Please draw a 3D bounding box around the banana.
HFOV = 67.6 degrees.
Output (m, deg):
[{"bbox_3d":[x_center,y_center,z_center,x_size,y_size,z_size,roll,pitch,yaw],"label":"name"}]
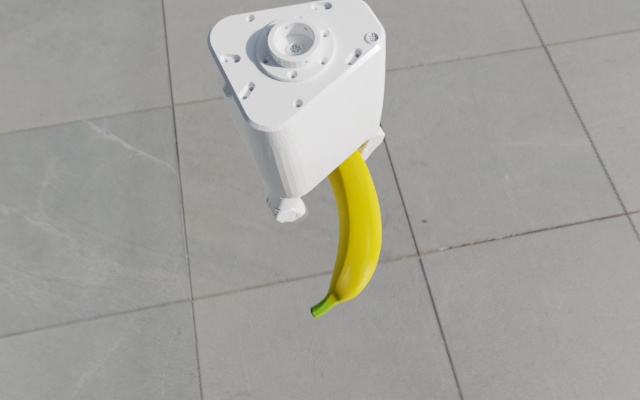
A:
[{"bbox_3d":[0.019,0.003,0.435,0.069,0.197,0.037,-4,-17,5],"label":"banana"}]
